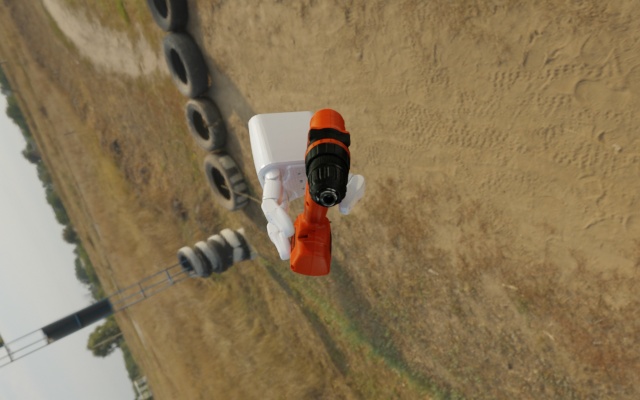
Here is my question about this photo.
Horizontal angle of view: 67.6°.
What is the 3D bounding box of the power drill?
[{"bbox_3d":[0.000,0.002,0.591,0.057,0.188,0.184,9,35,-3],"label":"power drill"}]
